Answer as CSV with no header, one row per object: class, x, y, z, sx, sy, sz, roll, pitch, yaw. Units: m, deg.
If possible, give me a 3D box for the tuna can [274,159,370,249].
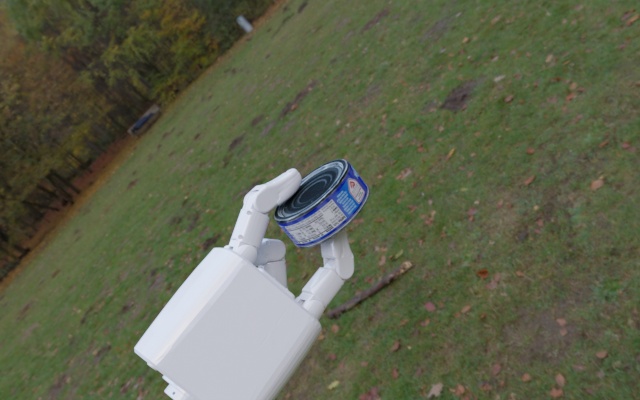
tuna can,0.000,0.001,0.432,0.086,0.034,0.086,-34,20,14
